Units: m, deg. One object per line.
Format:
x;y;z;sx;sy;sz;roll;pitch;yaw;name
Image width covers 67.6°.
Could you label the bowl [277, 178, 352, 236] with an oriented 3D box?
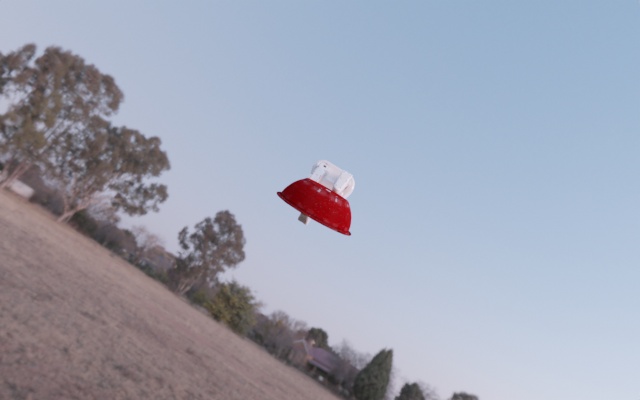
0.000;0.003;0.897;0.162;0.055;0.162;30;5;-3;bowl
